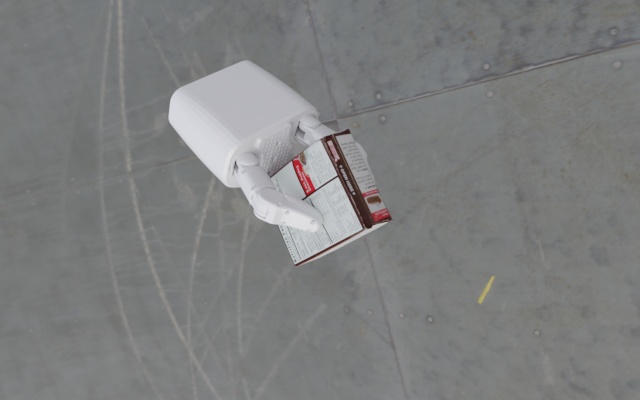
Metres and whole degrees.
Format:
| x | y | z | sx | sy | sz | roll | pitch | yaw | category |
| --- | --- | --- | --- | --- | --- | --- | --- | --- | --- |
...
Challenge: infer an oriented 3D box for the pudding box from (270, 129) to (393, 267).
| x | y | z | sx | sy | sz | roll | pitch | yaw | category |
| --- | --- | --- | --- | --- | --- | --- | --- | --- | --- |
| 0.000 | 0.001 | 0.437 | 0.039 | 0.090 | 0.113 | -19 | -9 | -41 | pudding box |
